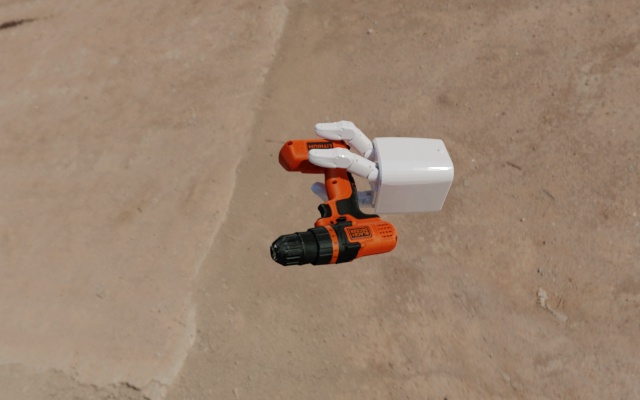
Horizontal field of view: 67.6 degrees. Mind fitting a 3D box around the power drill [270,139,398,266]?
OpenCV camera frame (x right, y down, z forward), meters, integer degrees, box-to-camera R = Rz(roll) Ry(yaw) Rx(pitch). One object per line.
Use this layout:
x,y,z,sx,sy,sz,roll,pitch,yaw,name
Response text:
0.000,0.002,0.671,0.184,0.187,0.057,-4,-30,-28,power drill
